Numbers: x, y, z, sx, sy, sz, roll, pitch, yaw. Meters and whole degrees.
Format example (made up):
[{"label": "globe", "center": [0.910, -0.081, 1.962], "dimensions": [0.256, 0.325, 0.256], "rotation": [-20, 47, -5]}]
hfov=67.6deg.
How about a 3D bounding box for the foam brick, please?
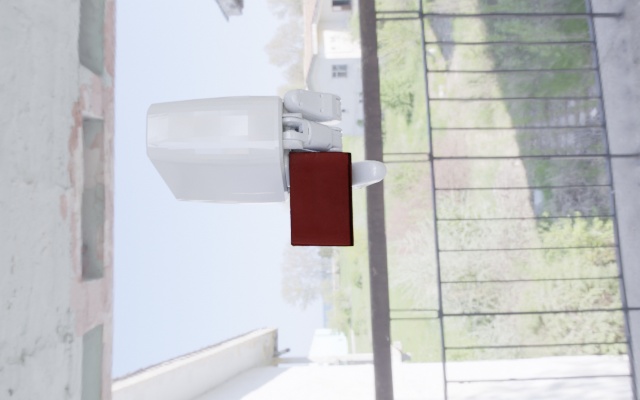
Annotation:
[{"label": "foam brick", "center": [0.000, 0.002, 0.407], "dimensions": [0.051, 0.078, 0.053], "rotation": [-1, -7, -2]}]
